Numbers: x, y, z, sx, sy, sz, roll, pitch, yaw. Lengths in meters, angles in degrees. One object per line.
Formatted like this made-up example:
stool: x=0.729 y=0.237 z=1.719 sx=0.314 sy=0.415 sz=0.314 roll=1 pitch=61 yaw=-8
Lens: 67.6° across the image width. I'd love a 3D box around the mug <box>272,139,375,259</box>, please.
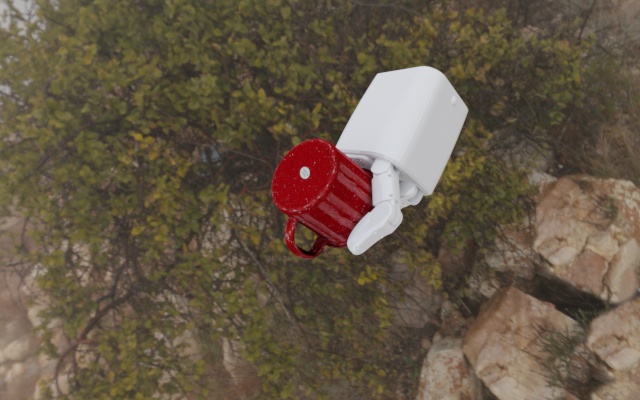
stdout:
mug: x=-0.001 y=0.003 z=0.478 sx=0.093 sy=0.117 sz=0.081 roll=19 pitch=-11 yaw=44
